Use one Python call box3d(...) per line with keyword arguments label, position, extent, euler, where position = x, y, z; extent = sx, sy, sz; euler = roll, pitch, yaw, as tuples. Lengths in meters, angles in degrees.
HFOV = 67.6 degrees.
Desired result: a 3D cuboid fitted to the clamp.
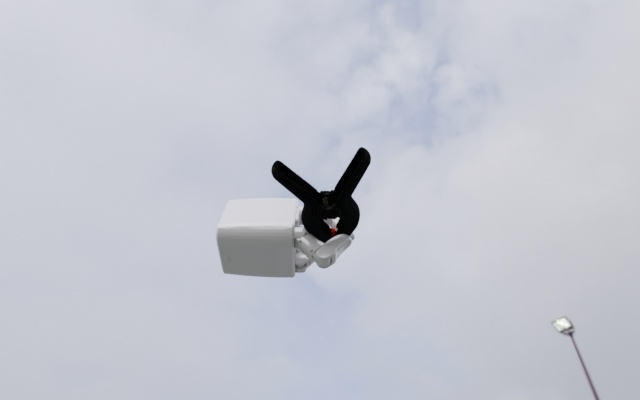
box3d(label="clamp", position=(0.000, 0.002, 0.624), extent=(0.120, 0.172, 0.039), euler=(2, 43, 1))
